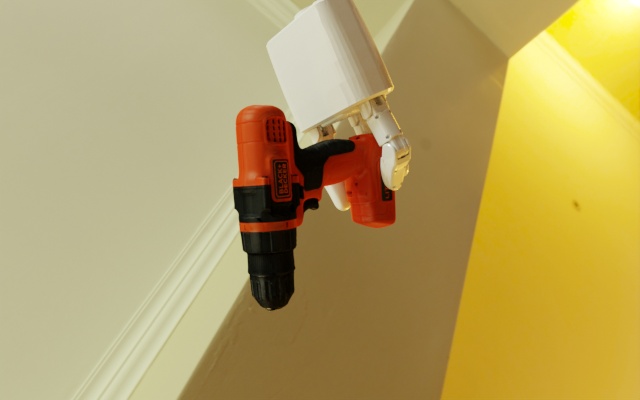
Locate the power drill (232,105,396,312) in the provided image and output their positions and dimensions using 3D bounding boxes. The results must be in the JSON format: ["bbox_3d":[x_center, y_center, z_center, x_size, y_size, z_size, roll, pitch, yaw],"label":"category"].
[{"bbox_3d":[0.000,0.001,0.476,0.057,0.184,0.187,1,6,43],"label":"power drill"}]
